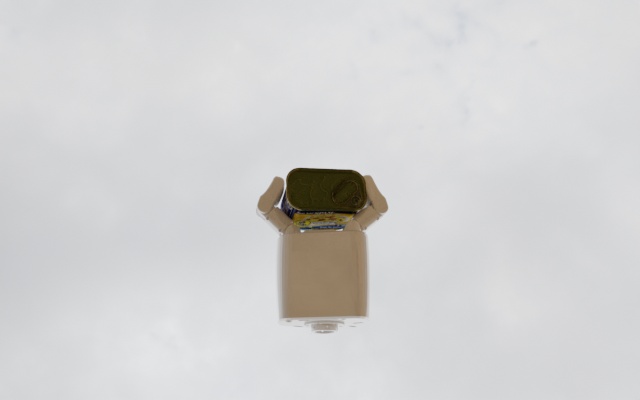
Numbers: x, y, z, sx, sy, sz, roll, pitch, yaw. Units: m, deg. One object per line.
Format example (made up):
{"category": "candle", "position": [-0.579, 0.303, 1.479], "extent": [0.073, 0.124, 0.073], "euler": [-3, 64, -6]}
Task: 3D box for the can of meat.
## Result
{"category": "can of meat", "position": [0.000, 0.002, 0.625], "extent": [0.102, 0.057, 0.084], "euler": [1, -24, -12]}
